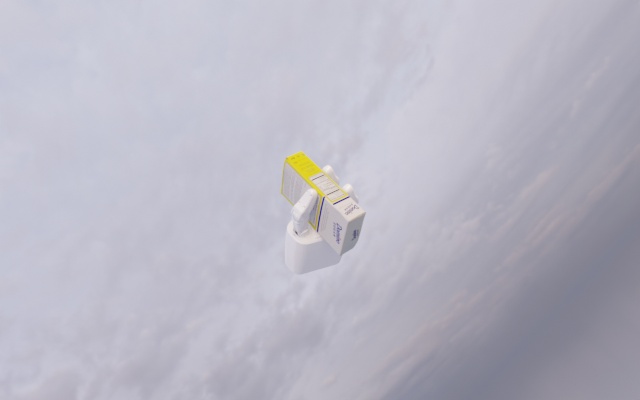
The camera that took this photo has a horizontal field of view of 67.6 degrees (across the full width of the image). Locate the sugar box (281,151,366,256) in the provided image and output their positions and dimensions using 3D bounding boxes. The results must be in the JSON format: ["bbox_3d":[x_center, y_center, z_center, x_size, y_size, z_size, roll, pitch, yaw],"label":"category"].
[{"bbox_3d":[0.000,0.003,0.829,0.048,0.093,0.176,-28,58,-31],"label":"sugar box"}]
